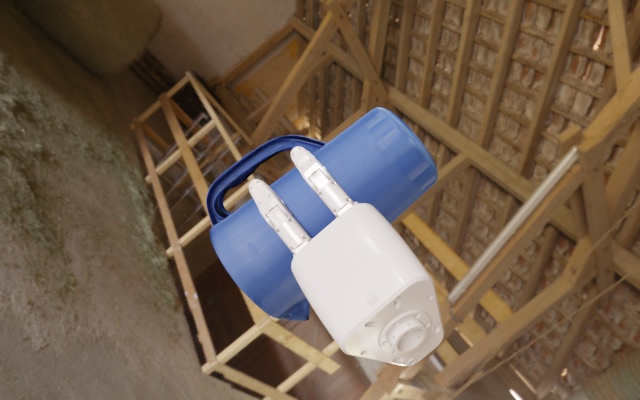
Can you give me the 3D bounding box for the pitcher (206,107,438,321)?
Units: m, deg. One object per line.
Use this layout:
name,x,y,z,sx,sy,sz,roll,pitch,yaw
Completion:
pitcher,0.000,0.002,0.538,0.149,0.243,0.145,48,3,-41
